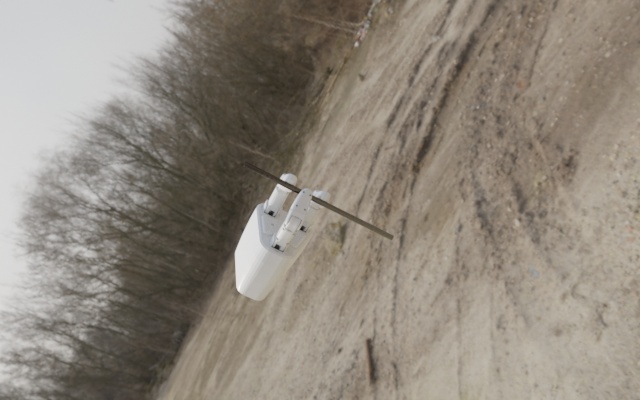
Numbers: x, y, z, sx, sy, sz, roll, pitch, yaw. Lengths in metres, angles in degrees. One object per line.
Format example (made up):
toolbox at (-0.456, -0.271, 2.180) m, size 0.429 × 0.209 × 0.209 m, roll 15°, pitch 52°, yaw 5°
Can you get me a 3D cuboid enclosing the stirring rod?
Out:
stirring rod at (0.000, 0.002, 0.685) m, size 0.239 × 0.011 × 0.011 m, roll 27°, pitch -5°, yaw -10°
